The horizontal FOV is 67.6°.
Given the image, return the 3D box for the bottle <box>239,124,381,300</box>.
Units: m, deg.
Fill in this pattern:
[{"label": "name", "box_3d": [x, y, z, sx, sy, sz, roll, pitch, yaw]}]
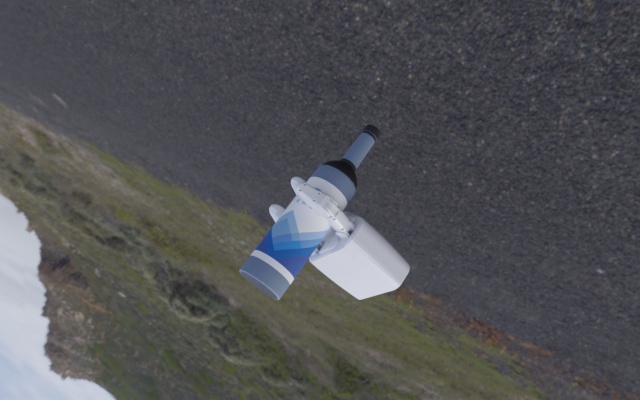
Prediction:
[{"label": "bottle", "box_3d": [0.000, 0.002, 0.687, 0.069, 0.295, 0.069, 31, -21, 14]}]
